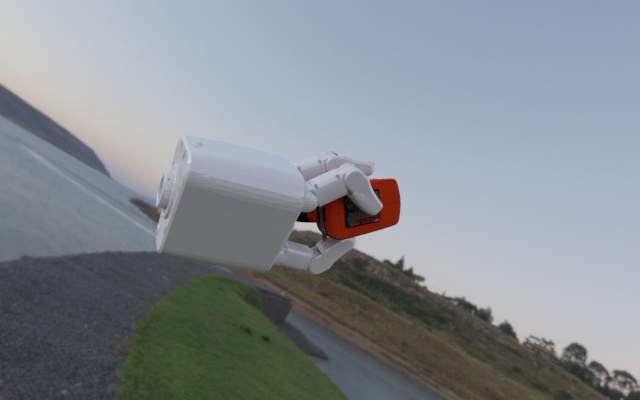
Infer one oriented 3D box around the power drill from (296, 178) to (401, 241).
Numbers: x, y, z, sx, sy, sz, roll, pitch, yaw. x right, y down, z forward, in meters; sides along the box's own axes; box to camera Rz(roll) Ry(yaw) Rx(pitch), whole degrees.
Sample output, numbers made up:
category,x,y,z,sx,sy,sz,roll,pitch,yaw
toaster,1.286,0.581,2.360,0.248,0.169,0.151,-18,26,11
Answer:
category,x,y,z,sx,sy,sz,roll,pitch,yaw
power drill,0.000,0.002,0.564,0.184,0.057,0.187,-12,9,-40
